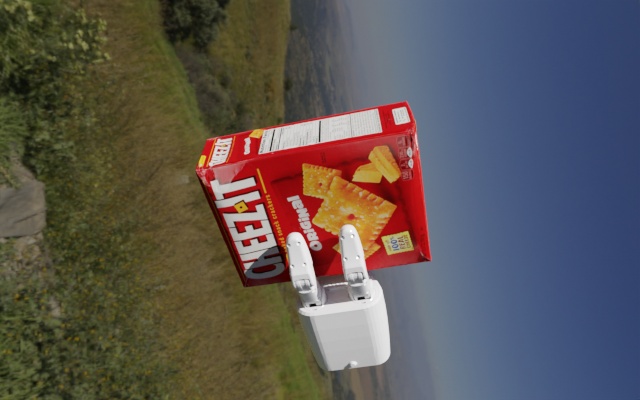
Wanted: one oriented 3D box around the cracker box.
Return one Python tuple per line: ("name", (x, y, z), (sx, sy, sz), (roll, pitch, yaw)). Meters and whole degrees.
("cracker box", (0.000, 0.002, 0.504), (0.214, 0.164, 0.072), (-10, 34, 7))
